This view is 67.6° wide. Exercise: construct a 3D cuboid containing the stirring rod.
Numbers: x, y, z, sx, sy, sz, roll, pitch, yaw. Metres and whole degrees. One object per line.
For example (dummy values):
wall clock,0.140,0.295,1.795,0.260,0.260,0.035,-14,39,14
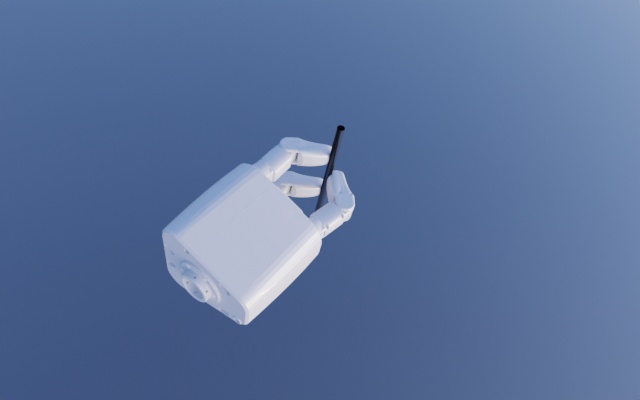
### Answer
stirring rod,0.000,0.002,0.563,0.011,0.011,0.240,0,-37,-12
